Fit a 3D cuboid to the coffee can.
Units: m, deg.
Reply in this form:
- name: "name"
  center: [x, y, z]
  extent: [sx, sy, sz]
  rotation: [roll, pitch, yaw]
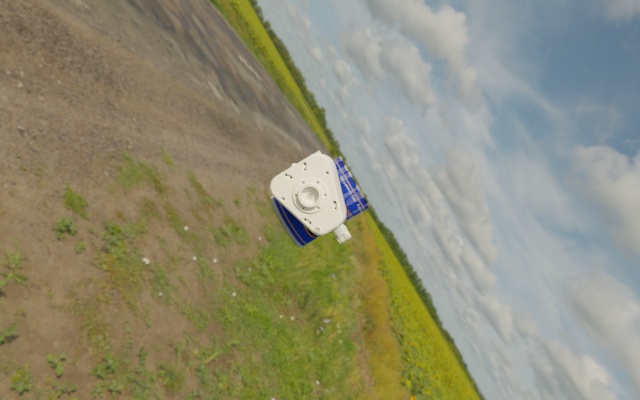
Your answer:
- name: "coffee can"
  center: [0.000, 0.003, 0.818]
  extent: [0.140, 0.103, 0.103]
  rotation: [-30, -3, 4]
